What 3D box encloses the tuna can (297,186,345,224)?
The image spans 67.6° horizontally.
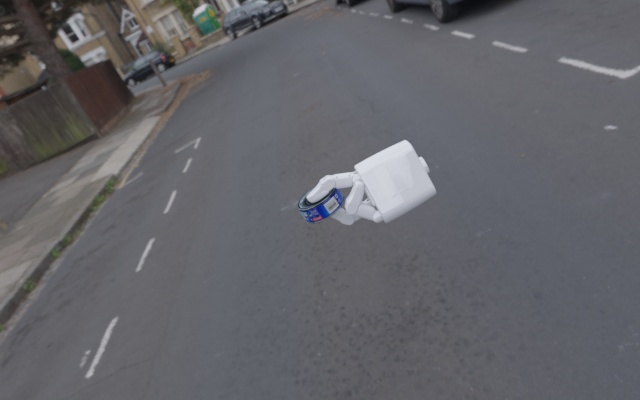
[{"bbox_3d":[0.000,0.003,0.889,0.086,0.034,0.086,-28,24,14],"label":"tuna can"}]
